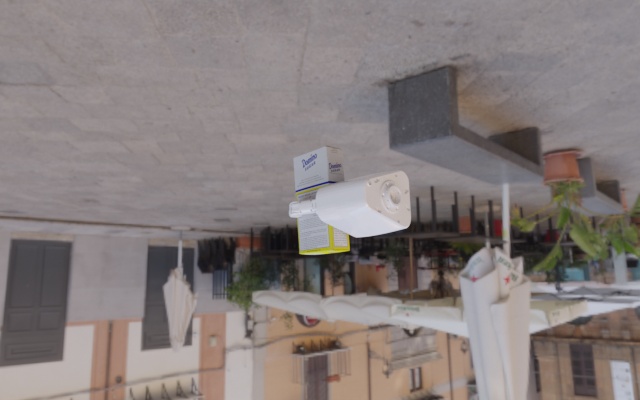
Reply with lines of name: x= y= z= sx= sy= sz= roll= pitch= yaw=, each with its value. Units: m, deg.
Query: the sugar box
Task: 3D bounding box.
sugar box: x=0.001 y=0.003 z=0.824 sx=0.048 sy=0.176 sz=0.093 roll=7 pitch=-13 yaw=-41
